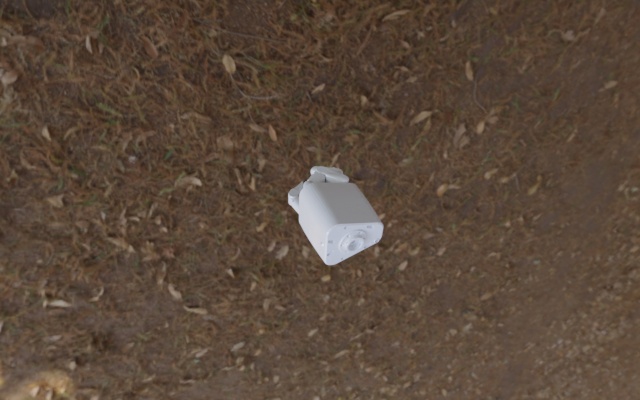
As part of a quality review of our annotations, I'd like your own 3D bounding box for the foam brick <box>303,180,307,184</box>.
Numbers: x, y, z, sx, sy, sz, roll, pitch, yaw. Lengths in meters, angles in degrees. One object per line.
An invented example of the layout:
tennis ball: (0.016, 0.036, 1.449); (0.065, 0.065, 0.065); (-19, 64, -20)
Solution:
foam brick: (0.000, 0.003, 0.867); (0.053, 0.078, 0.051); (-15, 45, -19)
